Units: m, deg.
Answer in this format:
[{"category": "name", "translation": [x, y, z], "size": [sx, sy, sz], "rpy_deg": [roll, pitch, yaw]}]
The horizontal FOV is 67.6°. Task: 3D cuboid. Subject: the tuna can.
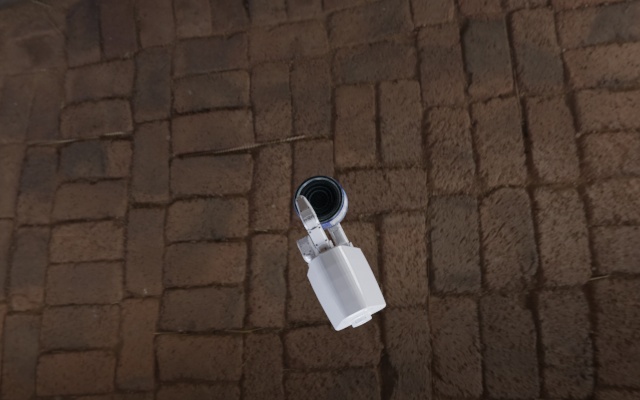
[{"category": "tuna can", "translation": [0.000, 0.002, 0.782], "size": [0.086, 0.086, 0.034], "rpy_deg": [0, -18, 14]}]
